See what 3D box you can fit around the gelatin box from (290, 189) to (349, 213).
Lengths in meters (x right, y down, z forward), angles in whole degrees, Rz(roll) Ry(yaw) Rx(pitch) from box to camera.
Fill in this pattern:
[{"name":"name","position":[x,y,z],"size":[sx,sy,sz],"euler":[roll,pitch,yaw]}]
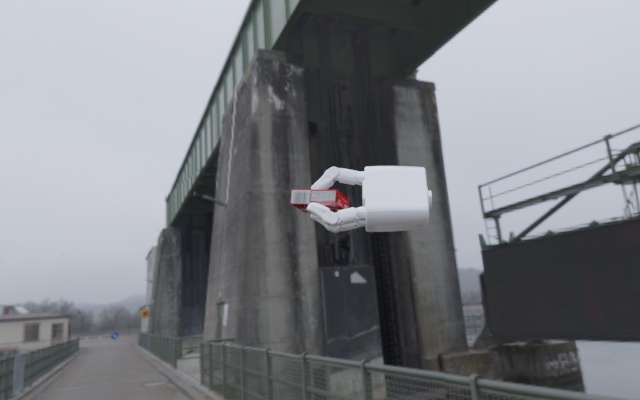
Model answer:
[{"name":"gelatin box","position":[0.000,0.002,0.861],"size":[0.089,0.030,0.073],"euler":[1,-13,19]}]
